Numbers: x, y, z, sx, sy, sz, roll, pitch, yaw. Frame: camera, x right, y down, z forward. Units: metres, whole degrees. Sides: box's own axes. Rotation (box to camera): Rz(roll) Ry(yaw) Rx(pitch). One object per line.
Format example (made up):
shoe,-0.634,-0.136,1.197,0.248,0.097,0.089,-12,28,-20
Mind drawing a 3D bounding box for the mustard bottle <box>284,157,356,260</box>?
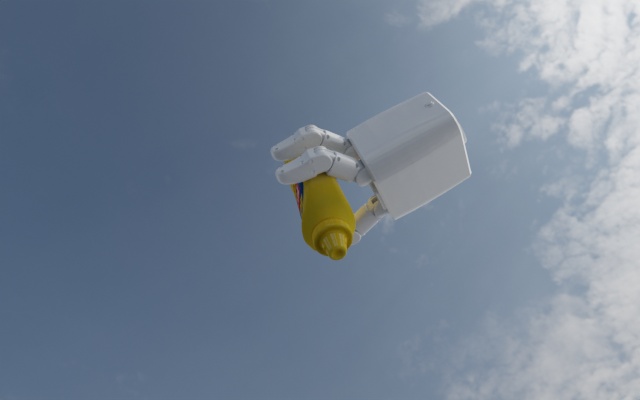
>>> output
mustard bottle,0.000,0.002,0.543,0.058,0.096,0.191,-10,33,-7
